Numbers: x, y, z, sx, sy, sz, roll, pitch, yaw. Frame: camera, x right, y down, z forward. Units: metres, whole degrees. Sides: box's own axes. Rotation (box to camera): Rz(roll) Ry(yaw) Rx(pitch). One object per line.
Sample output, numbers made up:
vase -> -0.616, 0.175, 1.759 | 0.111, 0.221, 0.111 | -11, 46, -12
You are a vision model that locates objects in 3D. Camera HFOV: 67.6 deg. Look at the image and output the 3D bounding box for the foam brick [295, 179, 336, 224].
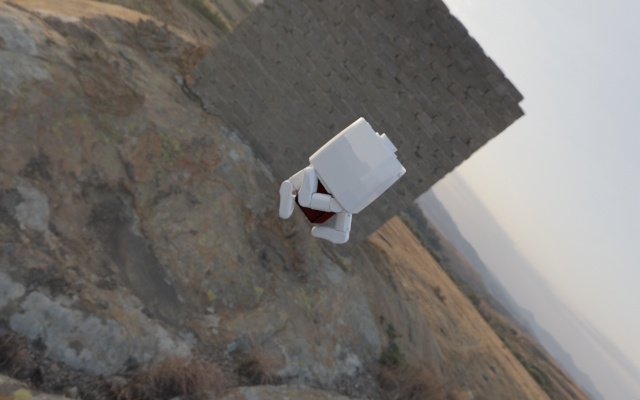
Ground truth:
foam brick -> 0.000, 0.003, 0.786 | 0.051, 0.053, 0.078 | -38, -10, 10
